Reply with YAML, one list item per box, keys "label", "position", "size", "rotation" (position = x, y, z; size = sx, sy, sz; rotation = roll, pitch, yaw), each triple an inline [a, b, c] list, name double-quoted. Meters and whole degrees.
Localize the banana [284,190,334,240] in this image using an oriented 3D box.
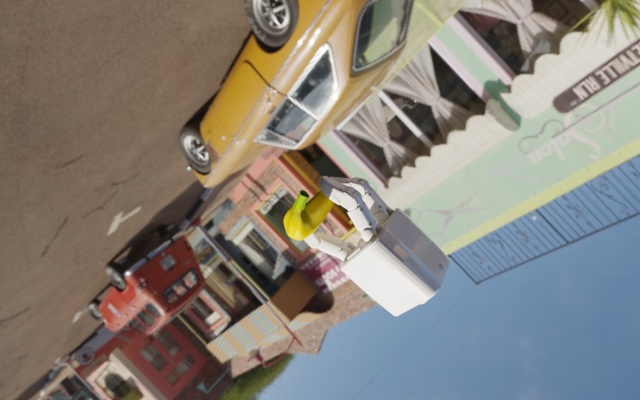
- label: "banana"
  position: [-0.012, 0.017, 0.632]
  size: [0.037, 0.069, 0.198]
  rotation: [40, 10, 4]
